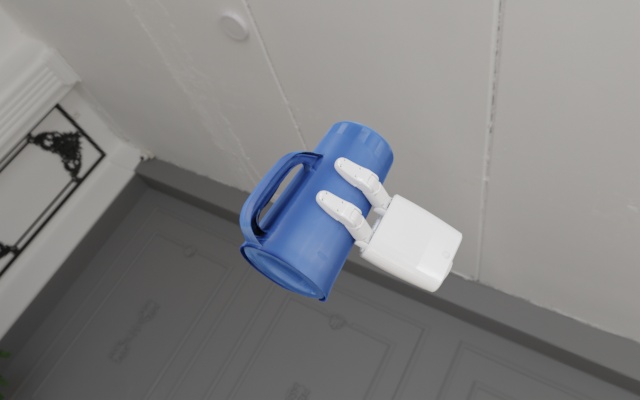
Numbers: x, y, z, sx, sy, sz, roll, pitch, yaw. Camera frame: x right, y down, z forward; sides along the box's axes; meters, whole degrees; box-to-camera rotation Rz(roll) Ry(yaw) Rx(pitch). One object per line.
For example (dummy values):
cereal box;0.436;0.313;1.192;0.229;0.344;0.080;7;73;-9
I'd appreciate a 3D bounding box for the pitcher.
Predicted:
pitcher;0.000;0.002;0.662;0.145;0.242;0.149;29;-23;6
